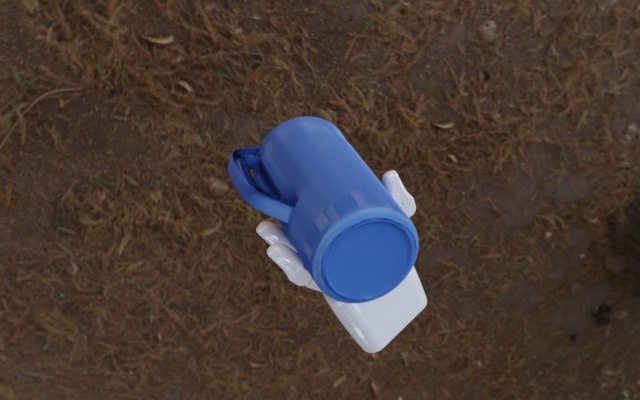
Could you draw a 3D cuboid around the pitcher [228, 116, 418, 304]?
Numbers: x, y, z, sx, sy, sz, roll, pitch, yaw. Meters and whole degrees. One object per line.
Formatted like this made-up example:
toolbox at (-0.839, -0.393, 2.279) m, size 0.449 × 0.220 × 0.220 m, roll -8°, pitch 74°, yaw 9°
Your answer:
pitcher at (0.000, 0.002, 0.538) m, size 0.149 × 0.145 × 0.242 m, roll -31°, pitch 32°, yaw -2°
